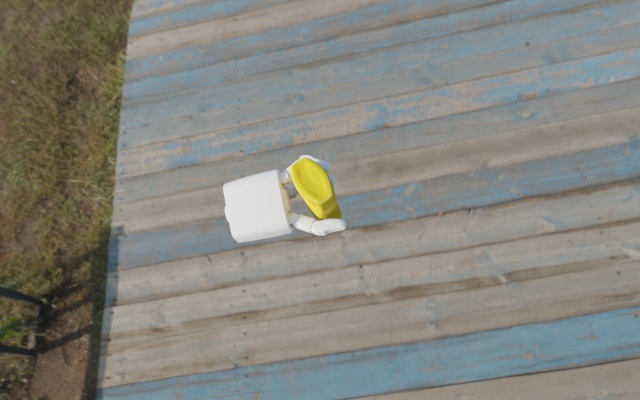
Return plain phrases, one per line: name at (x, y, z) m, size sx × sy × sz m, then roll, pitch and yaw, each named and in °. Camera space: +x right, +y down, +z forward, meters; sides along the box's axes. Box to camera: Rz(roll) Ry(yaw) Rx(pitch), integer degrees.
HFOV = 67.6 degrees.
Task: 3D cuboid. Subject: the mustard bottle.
mustard bottle at (0.000, 0.003, 0.884) m, size 0.058 × 0.096 × 0.192 m, roll -36°, pitch -25°, yaw -6°
